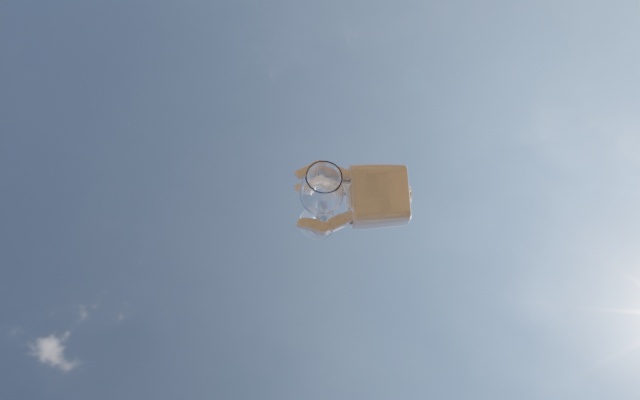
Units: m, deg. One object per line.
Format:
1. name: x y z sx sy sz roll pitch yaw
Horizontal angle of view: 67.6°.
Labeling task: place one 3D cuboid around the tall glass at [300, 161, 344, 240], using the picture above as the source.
1. tall glass: 0.000 0.003 0.876 0.079 0.079 0.201 0 -25 -4
